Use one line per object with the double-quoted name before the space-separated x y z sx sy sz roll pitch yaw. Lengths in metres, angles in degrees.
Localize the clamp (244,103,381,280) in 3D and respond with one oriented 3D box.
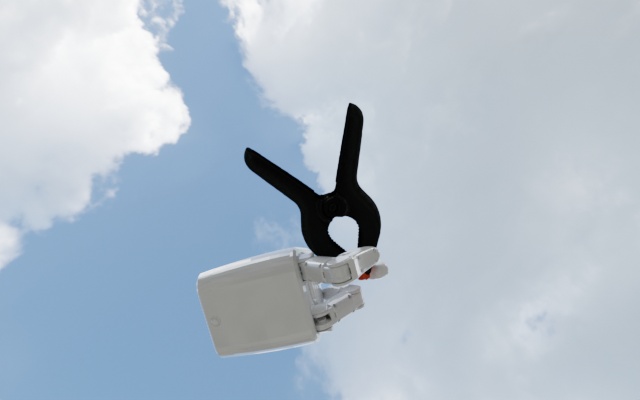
"clamp" 0.000 0.002 0.469 0.120 0.171 0.039 -13 9 8
